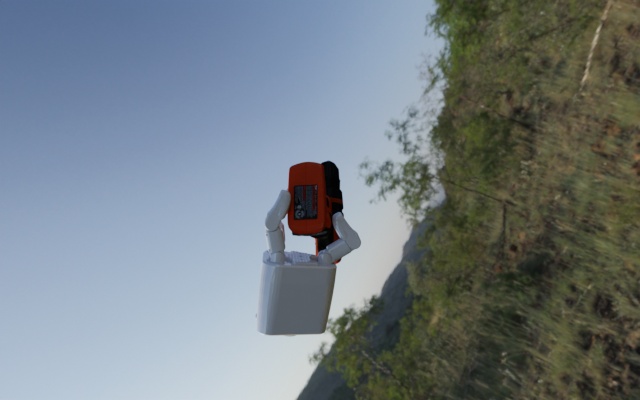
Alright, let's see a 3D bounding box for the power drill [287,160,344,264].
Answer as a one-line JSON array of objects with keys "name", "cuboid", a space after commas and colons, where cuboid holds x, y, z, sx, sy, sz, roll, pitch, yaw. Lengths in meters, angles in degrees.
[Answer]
[{"name": "power drill", "cuboid": [0.000, 0.003, 0.762, 0.057, 0.184, 0.188, -6, -16, 13]}]
